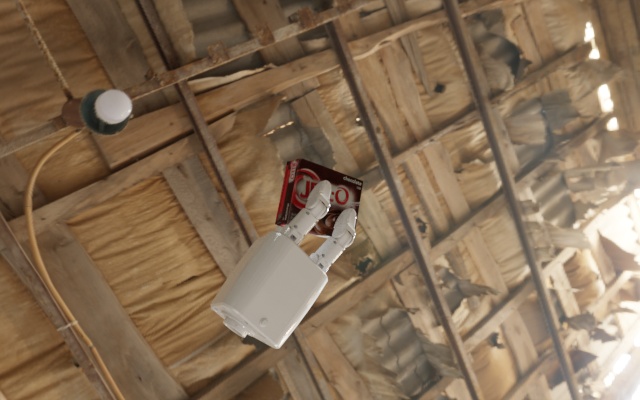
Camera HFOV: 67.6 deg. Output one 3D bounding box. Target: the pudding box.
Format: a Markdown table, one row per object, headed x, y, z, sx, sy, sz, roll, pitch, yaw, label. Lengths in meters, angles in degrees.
| x | y | z | sx | sy | sz | roll | pitch | yaw | label |
| --- | --- | --- | --- | --- | --- | --- | --- | --- | --- |
| 0.000 | 0.002 | 0.645 | 0.113 | 0.090 | 0.039 | 18 | -13 | -35 | pudding box |
